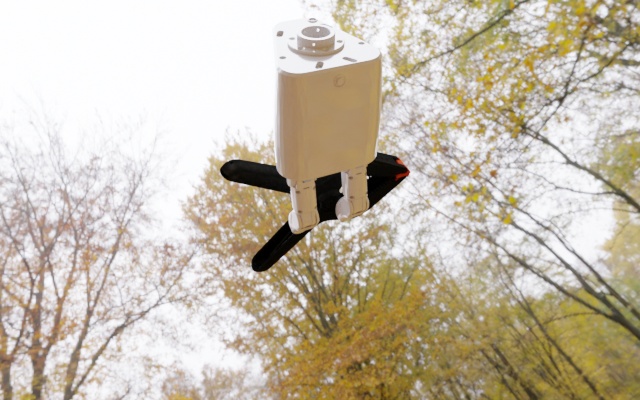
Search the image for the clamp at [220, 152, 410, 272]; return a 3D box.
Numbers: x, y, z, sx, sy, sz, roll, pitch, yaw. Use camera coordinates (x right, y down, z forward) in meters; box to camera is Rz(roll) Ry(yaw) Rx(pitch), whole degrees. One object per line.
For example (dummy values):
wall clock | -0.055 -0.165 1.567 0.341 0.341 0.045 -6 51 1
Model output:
clamp | 0.000 0.001 0.538 0.210 0.165 0.036 -15 46 -16
